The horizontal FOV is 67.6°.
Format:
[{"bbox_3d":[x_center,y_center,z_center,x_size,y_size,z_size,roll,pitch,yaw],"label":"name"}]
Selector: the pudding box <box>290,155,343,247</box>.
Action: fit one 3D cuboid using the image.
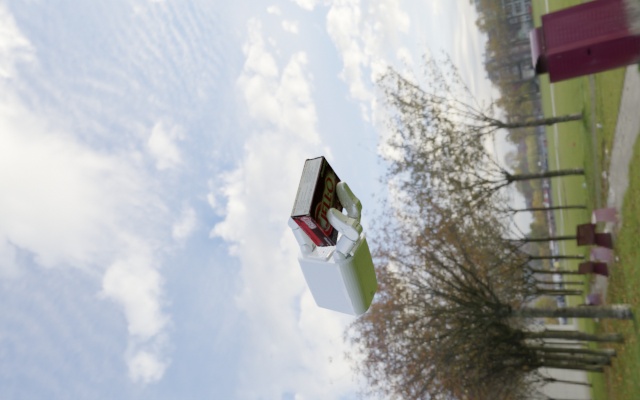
[{"bbox_3d":[0.000,0.002,0.738,0.039,0.113,0.090,-8,-38,26],"label":"pudding box"}]
